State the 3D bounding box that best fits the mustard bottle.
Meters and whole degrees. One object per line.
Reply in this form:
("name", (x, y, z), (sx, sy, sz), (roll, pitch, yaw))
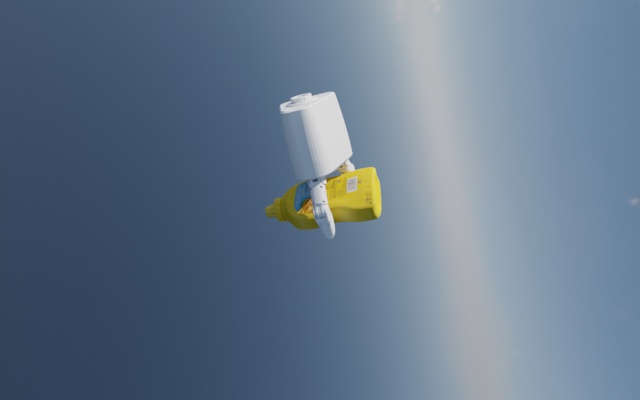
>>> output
("mustard bottle", (0.000, 0.003, 0.778), (0.191, 0.096, 0.058), (-10, -47, 15))
